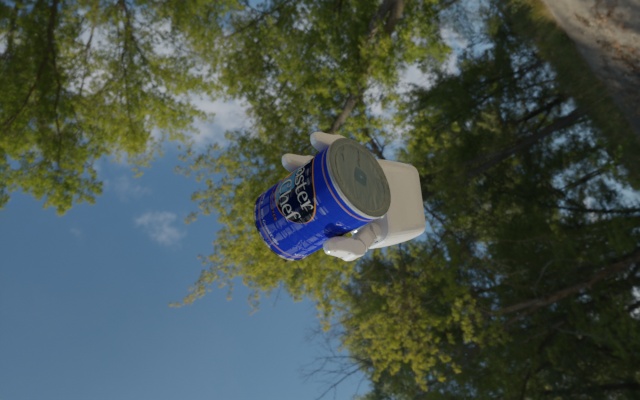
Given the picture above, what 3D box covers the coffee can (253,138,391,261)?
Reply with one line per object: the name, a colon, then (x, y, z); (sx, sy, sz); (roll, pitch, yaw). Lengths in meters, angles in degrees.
coffee can: (0.000, 0.002, 0.587); (0.140, 0.102, 0.103); (-32, -20, 36)
